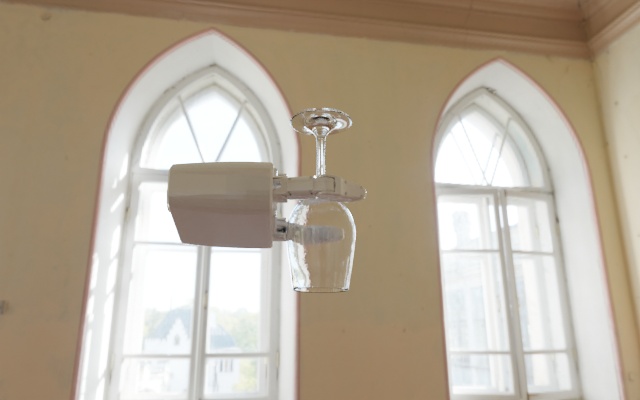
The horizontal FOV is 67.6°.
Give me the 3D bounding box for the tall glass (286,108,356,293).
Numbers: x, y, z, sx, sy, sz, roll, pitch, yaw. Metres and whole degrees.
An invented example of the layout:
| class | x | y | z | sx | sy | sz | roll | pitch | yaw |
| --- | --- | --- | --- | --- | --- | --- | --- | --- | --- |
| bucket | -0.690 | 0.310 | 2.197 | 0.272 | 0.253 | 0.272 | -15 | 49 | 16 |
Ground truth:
| class | x | y | z | sx | sy | sz | roll | pitch | yaw |
| --- | --- | --- | --- | --- | --- | --- | --- | --- | --- |
| tall glass | 0.000 | 0.001 | 0.545 | 0.079 | 0.201 | 0.079 | 0 | -16 | 0 |
